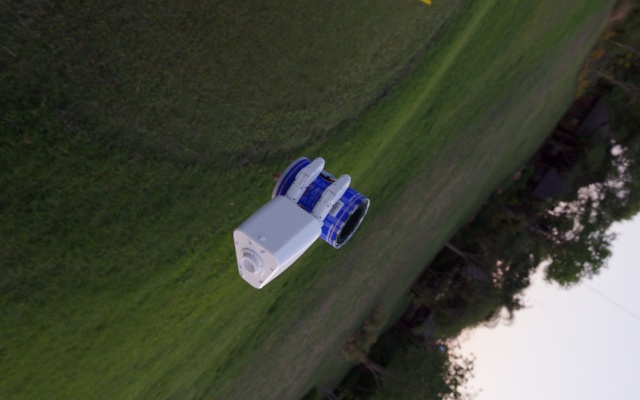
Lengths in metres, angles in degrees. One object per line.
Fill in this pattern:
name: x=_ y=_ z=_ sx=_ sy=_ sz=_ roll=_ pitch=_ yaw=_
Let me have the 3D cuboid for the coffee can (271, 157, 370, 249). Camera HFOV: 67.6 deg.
coffee can: x=0.000 y=0.003 z=0.837 sx=0.140 sy=0.103 sz=0.103 roll=34 pitch=11 yaw=17
